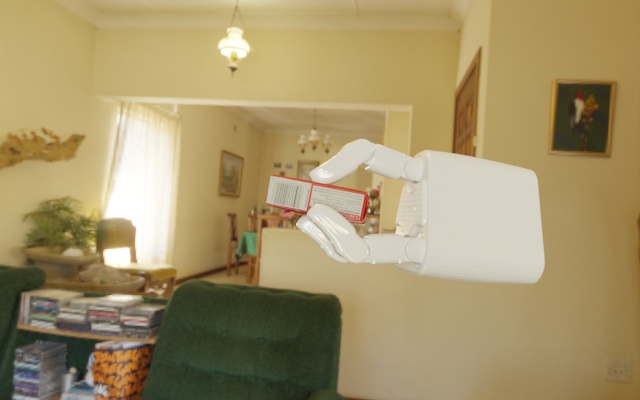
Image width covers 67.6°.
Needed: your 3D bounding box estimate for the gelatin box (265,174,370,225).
[{"bbox_3d":[0.000,0.001,0.440,0.089,0.030,0.073,11,-2,6],"label":"gelatin box"}]
